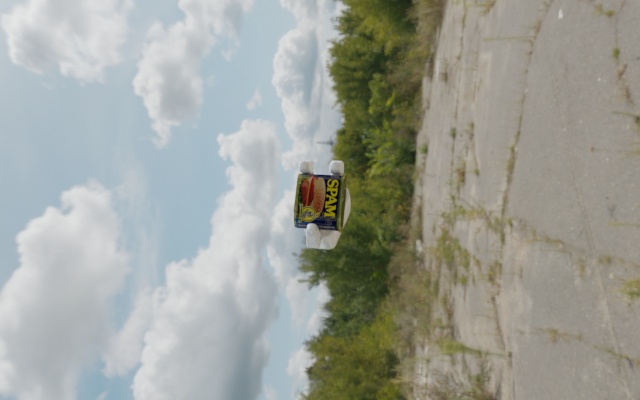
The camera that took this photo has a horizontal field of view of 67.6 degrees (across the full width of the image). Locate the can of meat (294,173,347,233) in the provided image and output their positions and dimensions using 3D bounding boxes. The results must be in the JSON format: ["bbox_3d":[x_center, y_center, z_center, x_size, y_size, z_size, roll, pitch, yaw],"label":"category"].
[{"bbox_3d":[0.000,0.003,0.843,0.084,0.102,0.057,4,-16,8],"label":"can of meat"}]
